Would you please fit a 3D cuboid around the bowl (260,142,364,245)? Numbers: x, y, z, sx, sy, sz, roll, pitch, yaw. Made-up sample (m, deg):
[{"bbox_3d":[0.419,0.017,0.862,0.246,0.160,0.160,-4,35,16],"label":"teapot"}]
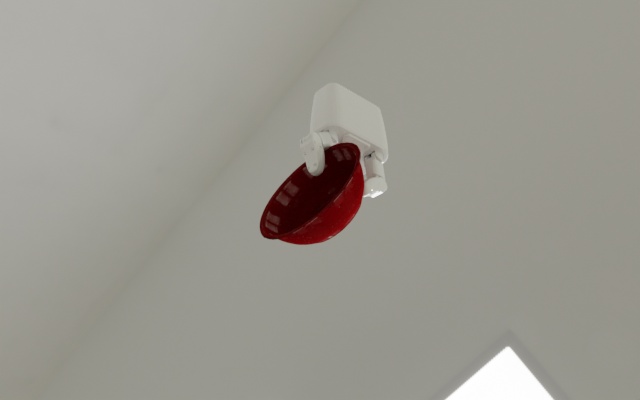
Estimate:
[{"bbox_3d":[0.000,0.003,0.603,0.055,0.162,0.162,47,-23,-24],"label":"bowl"}]
